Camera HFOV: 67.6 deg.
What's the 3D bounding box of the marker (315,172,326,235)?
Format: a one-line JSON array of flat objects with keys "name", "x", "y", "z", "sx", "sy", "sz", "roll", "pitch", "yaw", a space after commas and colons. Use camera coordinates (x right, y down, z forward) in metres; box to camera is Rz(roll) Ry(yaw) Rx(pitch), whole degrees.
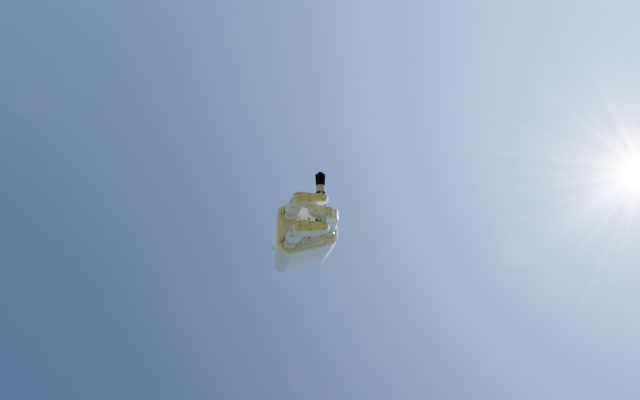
[{"name": "marker", "x": 0.000, "y": 0.003, "z": 0.833, "sx": 0.020, "sy": 0.121, "sz": 0.020, "roll": -1, "pitch": -29, "yaw": 0}]
